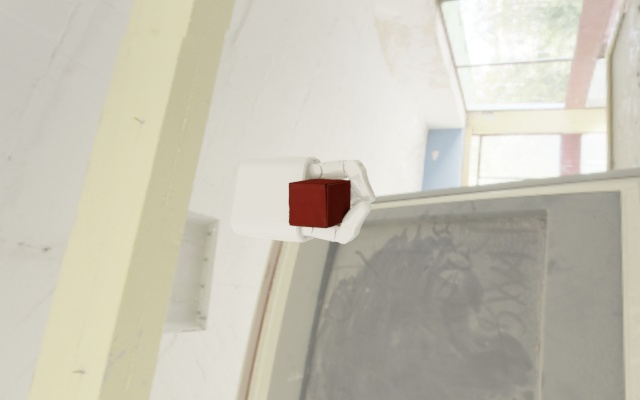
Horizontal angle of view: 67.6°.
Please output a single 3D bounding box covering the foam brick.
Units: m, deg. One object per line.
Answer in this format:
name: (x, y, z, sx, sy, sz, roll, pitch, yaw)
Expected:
foam brick: (0.000, 0.002, 0.582, 0.051, 0.053, 0.078, 3, 7, 24)
